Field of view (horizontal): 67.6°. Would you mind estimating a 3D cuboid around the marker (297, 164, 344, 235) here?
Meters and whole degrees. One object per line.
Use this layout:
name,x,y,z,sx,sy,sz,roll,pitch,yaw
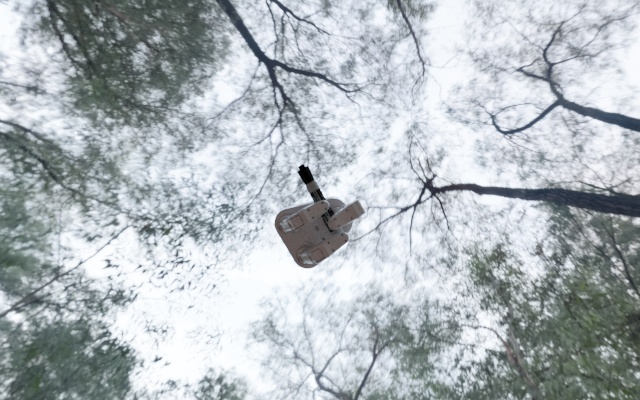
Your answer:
marker,0.000,0.002,0.690,0.020,0.121,0.020,-29,3,1
